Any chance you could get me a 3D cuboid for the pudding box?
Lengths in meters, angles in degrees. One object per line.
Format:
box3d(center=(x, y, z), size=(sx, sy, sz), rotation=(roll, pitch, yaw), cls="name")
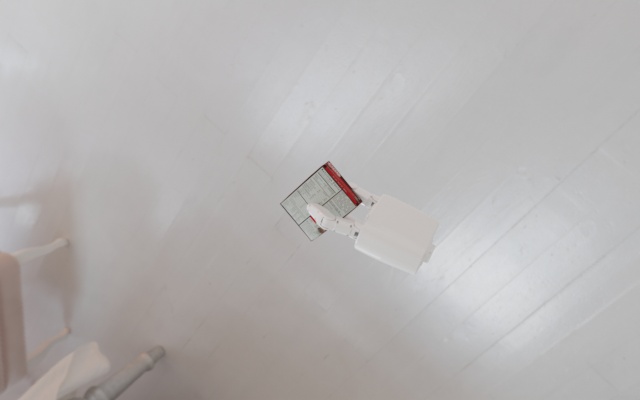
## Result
box3d(center=(0.000, 0.003, 0.803), size=(0.113, 0.090, 0.039), rotation=(-40, -1, 26), cls="pudding box")
